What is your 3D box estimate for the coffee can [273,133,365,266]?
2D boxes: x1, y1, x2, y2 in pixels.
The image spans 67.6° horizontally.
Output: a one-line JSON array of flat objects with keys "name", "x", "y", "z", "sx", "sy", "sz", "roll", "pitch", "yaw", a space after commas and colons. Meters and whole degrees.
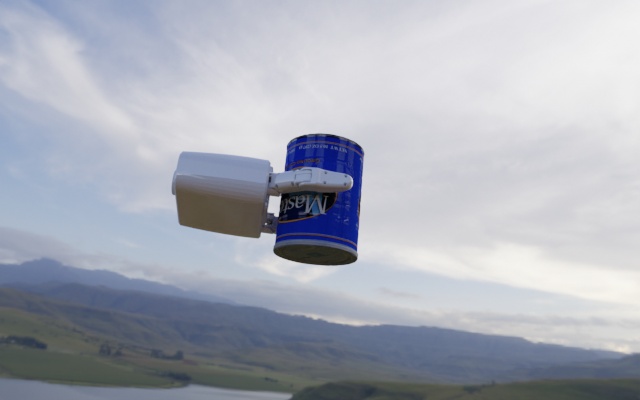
[{"name": "coffee can", "x": 0.000, "y": 0.002, "z": 0.598, "sx": 0.103, "sy": 0.140, "sz": 0.103, "roll": 5, "pitch": -20, "yaw": 2}]
